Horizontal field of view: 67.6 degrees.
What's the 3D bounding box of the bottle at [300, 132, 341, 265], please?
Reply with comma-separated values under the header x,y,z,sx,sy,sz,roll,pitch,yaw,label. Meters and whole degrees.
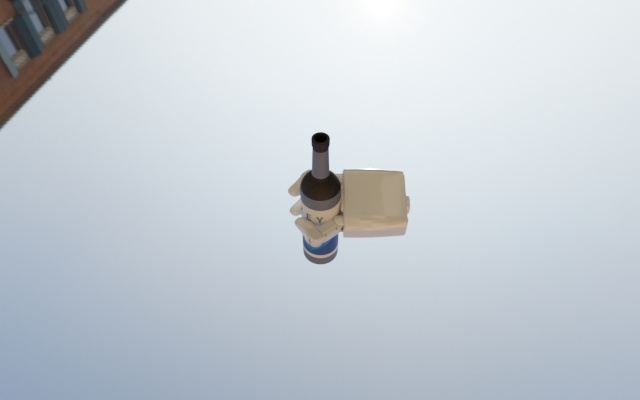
x,y,z,sx,sy,sz,roll,pitch,yaw,label
0.000,0.003,0.797,0.069,0.069,0.296,0,-39,0,bottle
